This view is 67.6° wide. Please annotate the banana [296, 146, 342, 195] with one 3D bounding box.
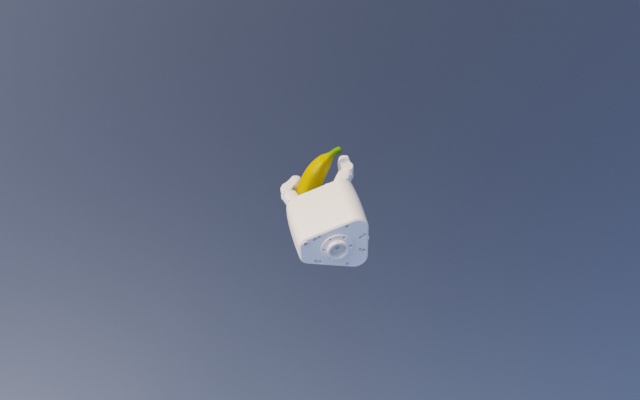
[{"bbox_3d":[-0.015,0.000,0.829,0.069,0.198,0.037,0,32,-32],"label":"banana"}]
